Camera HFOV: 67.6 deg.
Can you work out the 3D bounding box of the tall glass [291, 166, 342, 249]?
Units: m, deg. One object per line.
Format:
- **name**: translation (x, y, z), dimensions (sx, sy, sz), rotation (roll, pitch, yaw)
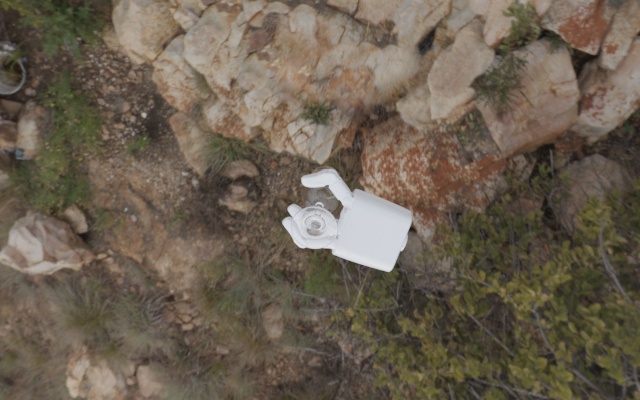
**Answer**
- **tall glass**: translation (0.000, 0.003, 0.833), dimensions (0.079, 0.079, 0.201), rotation (0, 24, 6)
